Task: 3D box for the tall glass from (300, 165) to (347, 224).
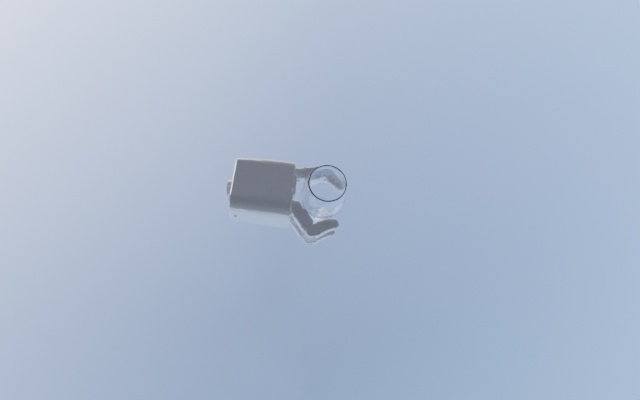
[{"bbox_3d":[0.000,0.003,0.842,0.079,0.079,0.201,0,-18,-7],"label":"tall glass"}]
